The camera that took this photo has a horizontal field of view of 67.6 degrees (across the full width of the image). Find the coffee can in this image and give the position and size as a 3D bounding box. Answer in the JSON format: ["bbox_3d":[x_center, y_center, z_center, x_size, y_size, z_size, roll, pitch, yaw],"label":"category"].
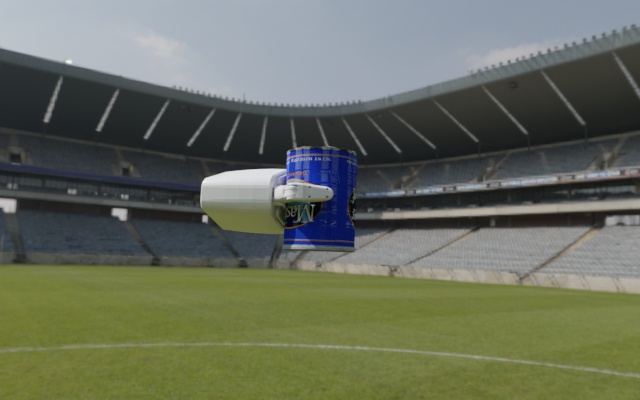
[{"bbox_3d":[0.000,0.002,0.682,0.103,0.140,0.103,2,-6,0],"label":"coffee can"}]
